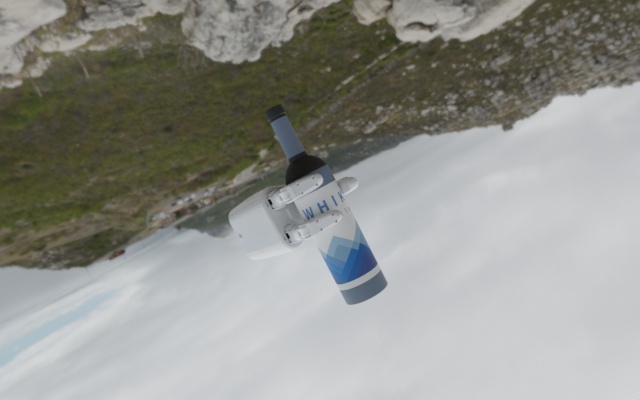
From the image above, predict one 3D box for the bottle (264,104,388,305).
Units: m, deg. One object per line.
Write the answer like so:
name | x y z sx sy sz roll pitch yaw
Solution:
bottle | 0.000 0.002 0.676 0.069 0.296 0.069 -27 3 2
